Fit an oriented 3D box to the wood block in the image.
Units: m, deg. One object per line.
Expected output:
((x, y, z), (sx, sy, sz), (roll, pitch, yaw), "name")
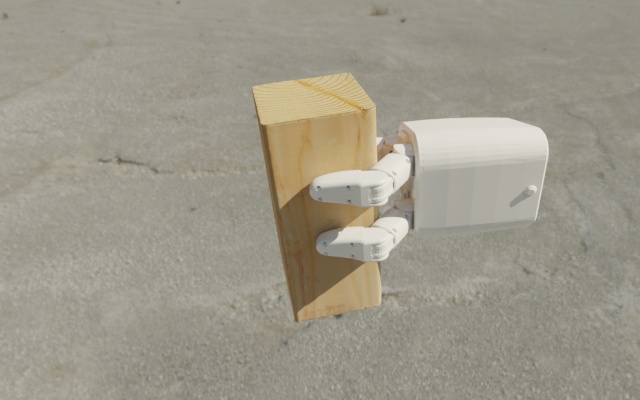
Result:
((0.000, 0.001, 0.441), (0.090, 0.206, 0.090), (-10, 33, -6), "wood block")
